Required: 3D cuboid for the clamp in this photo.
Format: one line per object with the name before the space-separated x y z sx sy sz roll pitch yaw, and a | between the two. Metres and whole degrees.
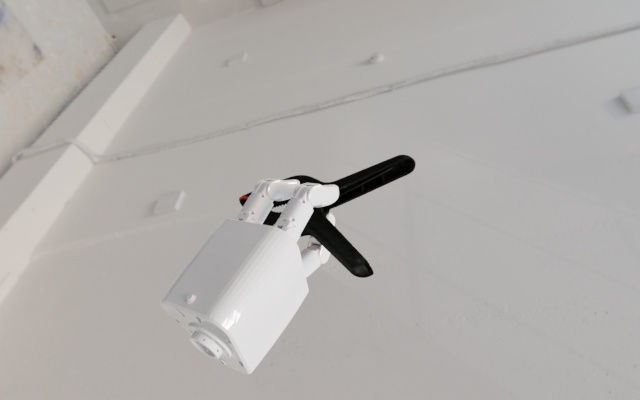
clamp | 0.000 0.002 0.549 0.210 0.036 0.164 8 49 36
